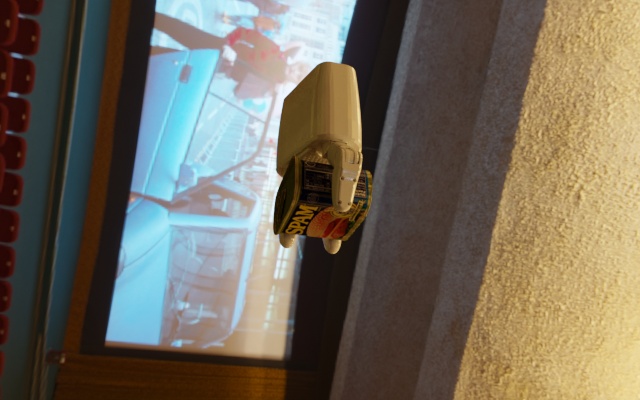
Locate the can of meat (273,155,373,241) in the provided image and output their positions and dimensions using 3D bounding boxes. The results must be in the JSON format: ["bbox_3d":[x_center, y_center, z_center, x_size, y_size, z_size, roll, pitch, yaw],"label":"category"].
[{"bbox_3d":[0.000,0.002,0.518,0.084,0.057,0.102,8,-31,-15],"label":"can of meat"}]
